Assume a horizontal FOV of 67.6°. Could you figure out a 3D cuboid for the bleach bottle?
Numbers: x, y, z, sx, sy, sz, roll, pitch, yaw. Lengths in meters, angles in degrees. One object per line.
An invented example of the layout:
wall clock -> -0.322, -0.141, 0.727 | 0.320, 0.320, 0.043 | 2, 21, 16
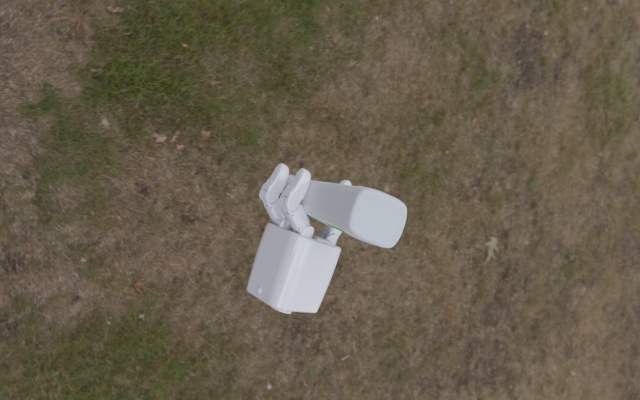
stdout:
bleach bottle -> 0.000, 0.002, 0.701 | 0.102, 0.068, 0.251 | 22, -4, -38
